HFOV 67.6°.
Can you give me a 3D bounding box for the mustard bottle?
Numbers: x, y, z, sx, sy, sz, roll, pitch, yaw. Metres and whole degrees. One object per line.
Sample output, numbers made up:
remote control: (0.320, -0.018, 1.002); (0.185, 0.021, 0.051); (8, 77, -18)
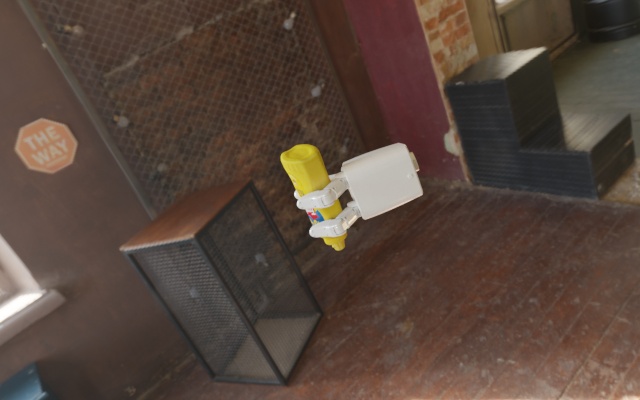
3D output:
mustard bottle: (0.000, 0.003, 0.802); (0.058, 0.192, 0.096); (-32, 25, -16)
